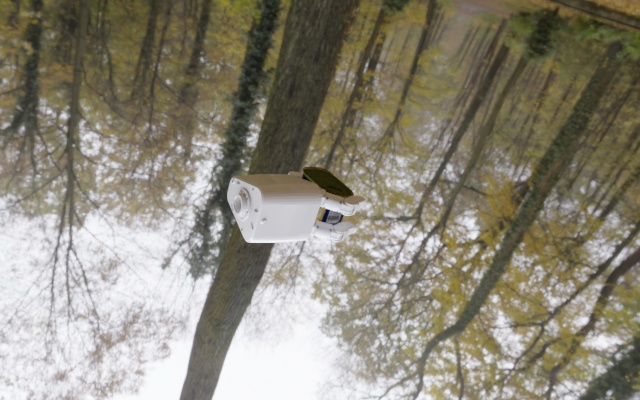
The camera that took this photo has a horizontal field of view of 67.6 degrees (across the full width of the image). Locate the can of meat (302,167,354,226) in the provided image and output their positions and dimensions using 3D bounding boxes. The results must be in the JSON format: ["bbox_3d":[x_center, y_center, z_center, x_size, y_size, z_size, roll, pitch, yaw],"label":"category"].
[{"bbox_3d":[0.000,0.003,0.821,0.057,0.084,0.102,-3,33,-40],"label":"can of meat"}]
